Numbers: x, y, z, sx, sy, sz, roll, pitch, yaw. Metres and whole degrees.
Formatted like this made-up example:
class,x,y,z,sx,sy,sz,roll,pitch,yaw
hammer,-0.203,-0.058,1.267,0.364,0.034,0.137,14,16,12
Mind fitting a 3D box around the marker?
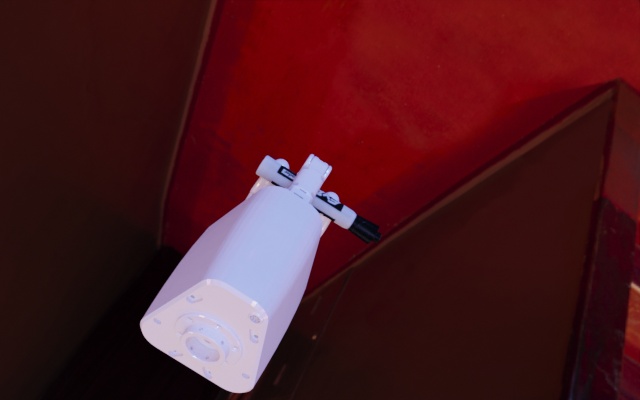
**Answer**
class,x,y,z,sx,sy,sz,roll,pitch,yaw
marker,0.000,0.001,0.413,0.121,0.020,0.020,33,-2,-3
